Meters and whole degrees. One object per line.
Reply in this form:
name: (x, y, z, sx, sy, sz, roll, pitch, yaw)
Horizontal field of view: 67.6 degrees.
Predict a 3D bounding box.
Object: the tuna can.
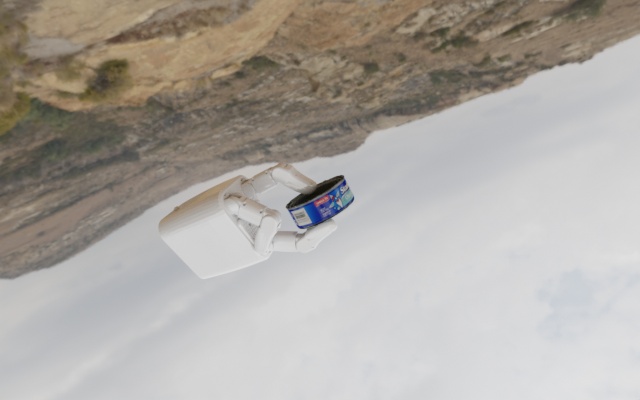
tuna can: (0.000, 0.002, 0.617, 0.086, 0.034, 0.086, -27, 11, 6)
